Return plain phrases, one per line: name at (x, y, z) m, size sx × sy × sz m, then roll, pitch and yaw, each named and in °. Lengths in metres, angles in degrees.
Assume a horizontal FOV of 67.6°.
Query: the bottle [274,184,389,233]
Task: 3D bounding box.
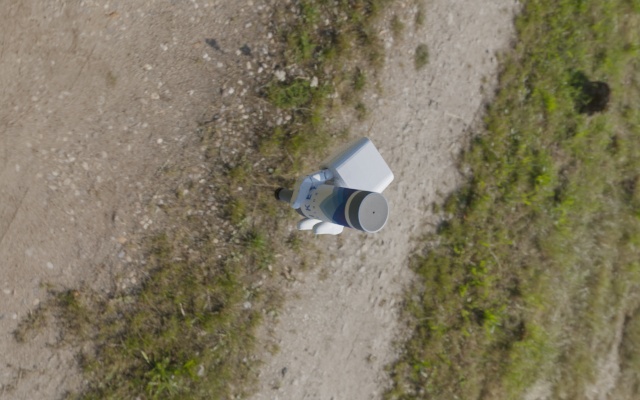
bottle at (0.000, 0.003, 0.881) m, size 0.069 × 0.069 × 0.295 m, roll 0°, pitch 6°, yaw -36°
